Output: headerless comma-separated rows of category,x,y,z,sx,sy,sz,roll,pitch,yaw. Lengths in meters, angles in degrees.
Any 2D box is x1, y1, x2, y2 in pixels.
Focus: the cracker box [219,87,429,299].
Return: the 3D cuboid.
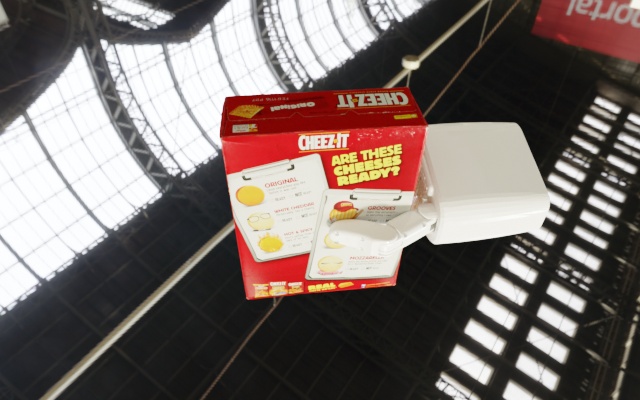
cracker box,0.000,0.002,0.460,0.164,0.214,0.072,-4,44,-5
